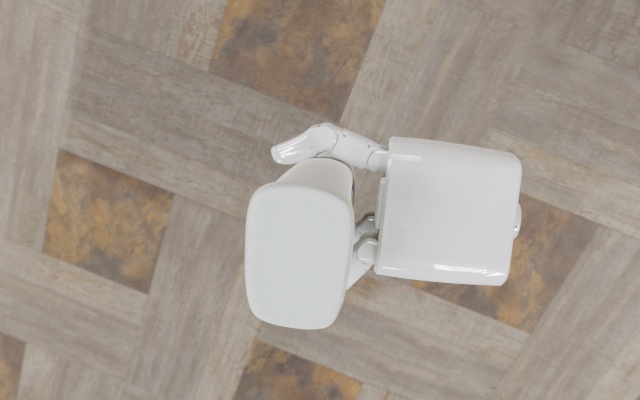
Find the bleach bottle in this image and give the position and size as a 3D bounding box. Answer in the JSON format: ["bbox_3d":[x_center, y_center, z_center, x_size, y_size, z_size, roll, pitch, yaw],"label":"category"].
[{"bbox_3d":[0.000,0.001,0.412,0.068,0.103,0.250,7,19,5],"label":"bleach bottle"}]
